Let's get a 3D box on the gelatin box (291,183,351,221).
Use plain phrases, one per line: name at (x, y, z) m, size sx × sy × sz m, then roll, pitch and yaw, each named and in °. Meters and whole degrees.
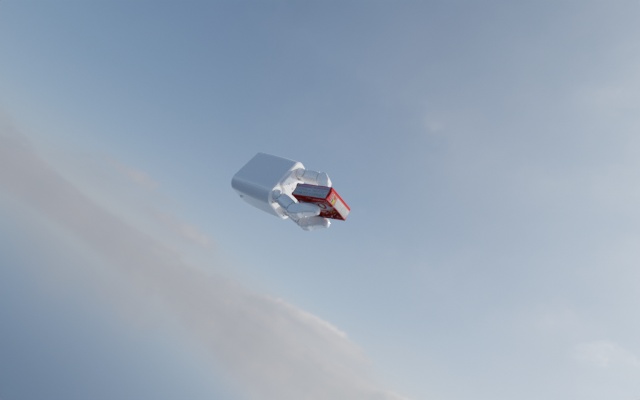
gelatin box at (0.001, 0.003, 0.885) m, size 0.089 × 0.030 × 0.073 m, roll 8°, pitch -29°, yaw 40°
